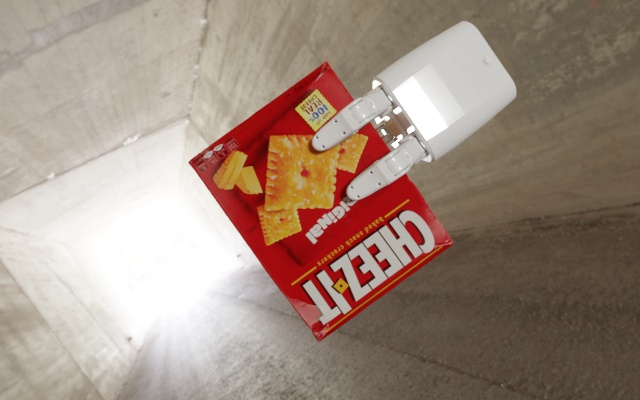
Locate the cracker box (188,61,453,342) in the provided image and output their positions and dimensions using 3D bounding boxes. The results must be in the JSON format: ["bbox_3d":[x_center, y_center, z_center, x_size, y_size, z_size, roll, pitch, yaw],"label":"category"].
[{"bbox_3d":[0.000,0.001,0.473,0.164,0.214,0.072,-36,2,-2],"label":"cracker box"}]
